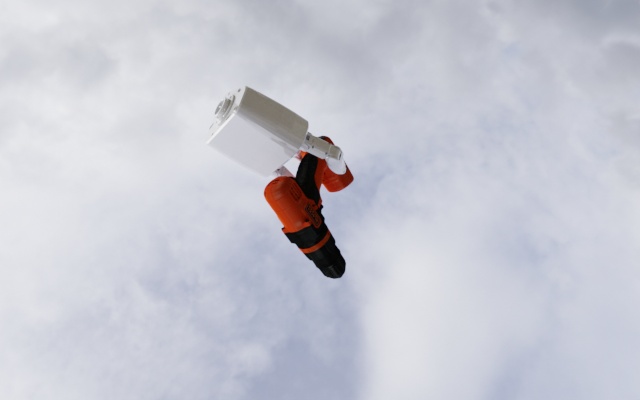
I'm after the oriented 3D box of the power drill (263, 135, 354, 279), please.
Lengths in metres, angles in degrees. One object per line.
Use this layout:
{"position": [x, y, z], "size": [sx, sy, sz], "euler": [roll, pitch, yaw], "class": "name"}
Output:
{"position": [0.000, 0.002, 0.732], "size": [0.057, 0.184, 0.187], "euler": [-17, 31, 27], "class": "power drill"}
